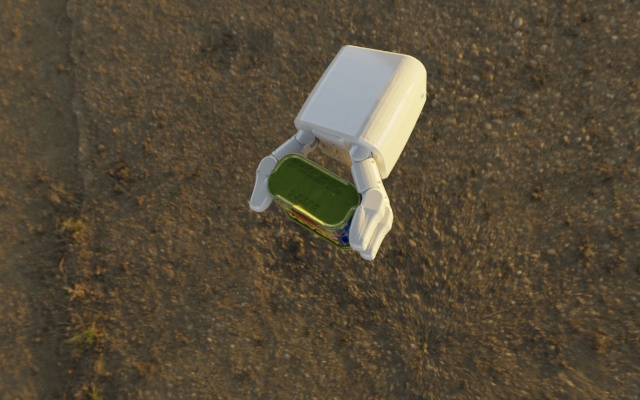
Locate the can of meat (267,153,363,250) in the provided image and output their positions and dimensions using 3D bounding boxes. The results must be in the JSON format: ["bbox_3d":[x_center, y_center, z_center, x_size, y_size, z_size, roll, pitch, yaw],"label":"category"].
[{"bbox_3d":[0.000,0.002,0.503,0.102,0.057,0.084,30,-9,19],"label":"can of meat"}]
